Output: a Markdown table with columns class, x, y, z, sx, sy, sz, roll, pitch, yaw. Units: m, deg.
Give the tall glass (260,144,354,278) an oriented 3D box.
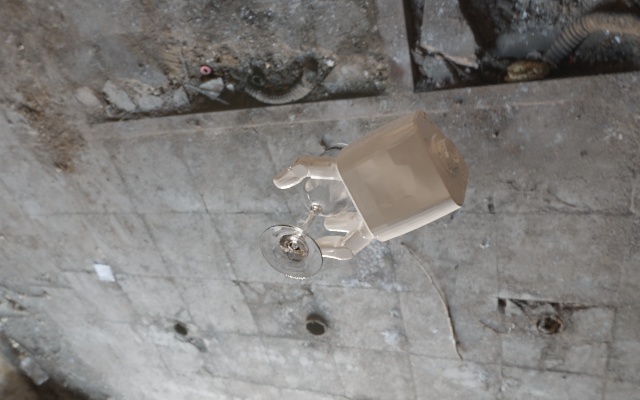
| class | x | y | z | sx | sy | sz | roll | pitch | yaw |
| --- | --- | --- | --- | --- | --- | --- | --- | --- | --- |
| tall glass | 0.000 | 0.002 | 0.596 | 0.079 | 0.079 | 0.201 | 0 | 34 | 23 |
